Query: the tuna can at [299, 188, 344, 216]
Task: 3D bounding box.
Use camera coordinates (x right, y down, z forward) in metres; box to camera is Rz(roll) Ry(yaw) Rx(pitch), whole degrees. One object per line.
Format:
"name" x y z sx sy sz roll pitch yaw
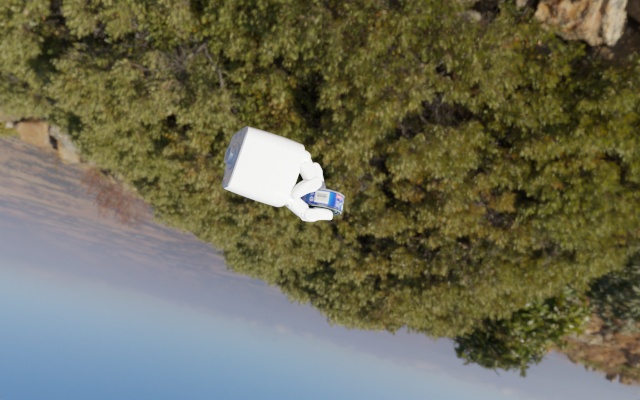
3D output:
"tuna can" 0.000 0.003 0.894 0.086 0.033 0.086 8 -13 2
